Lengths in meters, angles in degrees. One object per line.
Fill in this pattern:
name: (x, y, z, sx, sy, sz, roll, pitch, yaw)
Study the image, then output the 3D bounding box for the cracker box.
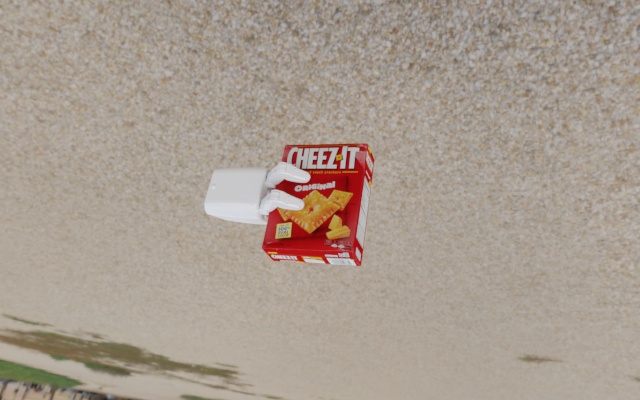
cracker box: (0.000, 0.003, 0.850, 0.164, 0.213, 0.072, 1, -27, 18)
